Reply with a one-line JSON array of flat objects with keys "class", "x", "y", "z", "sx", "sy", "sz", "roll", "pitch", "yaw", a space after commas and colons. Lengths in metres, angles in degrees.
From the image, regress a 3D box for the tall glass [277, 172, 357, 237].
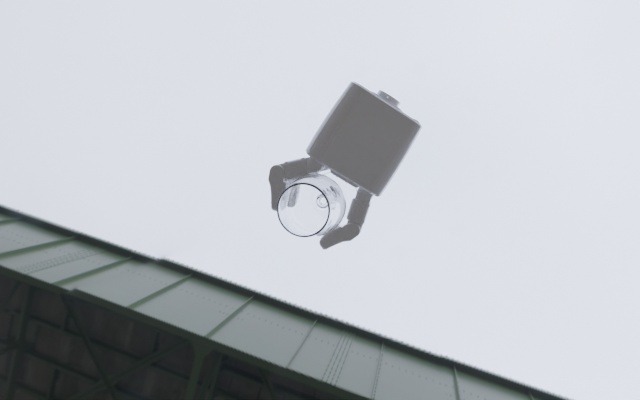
[{"class": "tall glass", "x": 0.000, "y": 0.002, "z": 0.631, "sx": 0.079, "sy": 0.079, "sz": 0.201, "roll": 0, "pitch": 5, "yaw": 12}]
